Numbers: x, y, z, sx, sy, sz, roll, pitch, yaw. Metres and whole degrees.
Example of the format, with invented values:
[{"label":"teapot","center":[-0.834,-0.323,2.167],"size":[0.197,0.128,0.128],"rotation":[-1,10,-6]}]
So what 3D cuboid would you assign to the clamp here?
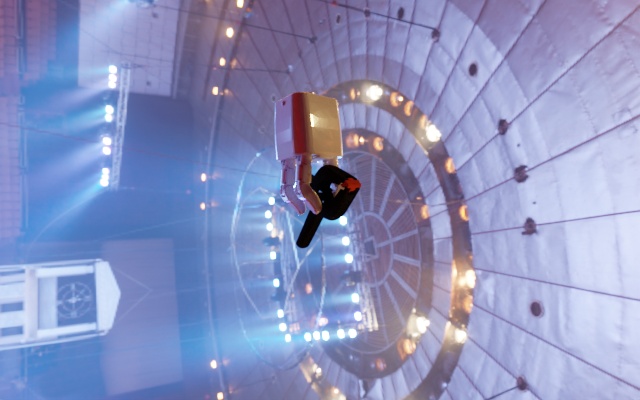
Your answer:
[{"label":"clamp","center":[0.001,0.002,0.835],"size":[0.036,0.164,0.210],"rotation":[-6,-1,-32]}]
